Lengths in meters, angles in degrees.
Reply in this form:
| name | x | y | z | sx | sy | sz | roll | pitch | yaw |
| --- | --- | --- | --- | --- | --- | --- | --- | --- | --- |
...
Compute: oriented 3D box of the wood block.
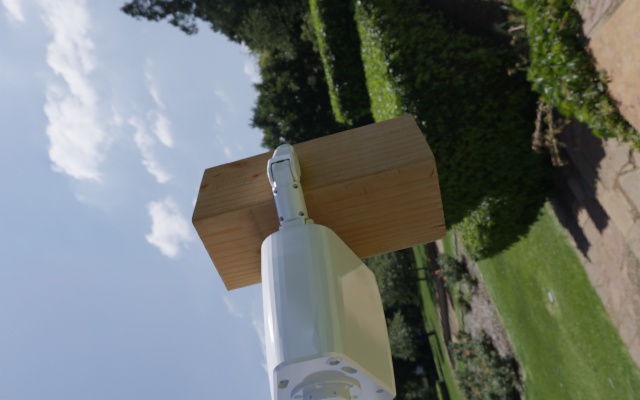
| name | x | y | z | sx | sy | sz | roll | pitch | yaw |
| --- | --- | --- | --- | --- | --- | --- | --- | --- | --- |
| wood block | 0.000 | 0.001 | 0.445 | 0.206 | 0.091 | 0.090 | -14 | 34 | 5 |
